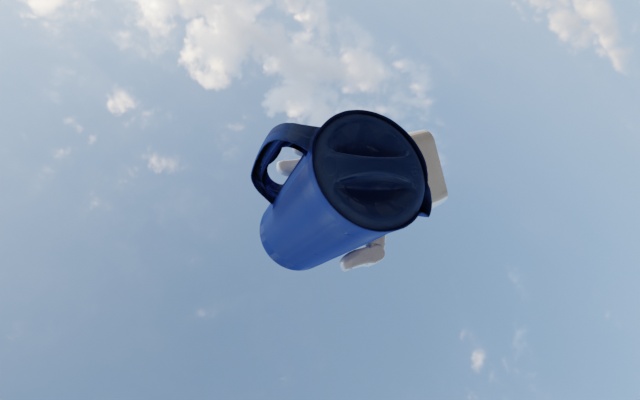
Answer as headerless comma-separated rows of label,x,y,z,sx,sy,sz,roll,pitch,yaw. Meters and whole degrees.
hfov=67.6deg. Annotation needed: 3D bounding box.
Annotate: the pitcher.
pitcher,0.000,0.002,0.571,0.145,0.149,0.243,-20,-11,-30
